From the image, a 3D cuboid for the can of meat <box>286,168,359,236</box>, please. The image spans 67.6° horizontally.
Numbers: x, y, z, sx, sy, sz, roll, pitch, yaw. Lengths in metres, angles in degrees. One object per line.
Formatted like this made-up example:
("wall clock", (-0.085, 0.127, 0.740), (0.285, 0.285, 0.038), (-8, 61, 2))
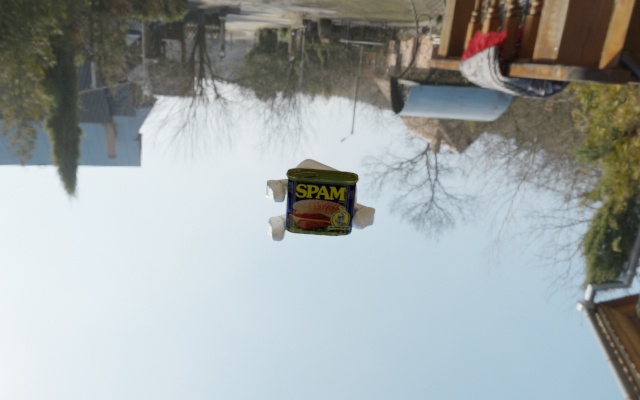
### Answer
("can of meat", (0.000, 0.003, 0.684), (0.102, 0.084, 0.057), (4, 17, 0))
